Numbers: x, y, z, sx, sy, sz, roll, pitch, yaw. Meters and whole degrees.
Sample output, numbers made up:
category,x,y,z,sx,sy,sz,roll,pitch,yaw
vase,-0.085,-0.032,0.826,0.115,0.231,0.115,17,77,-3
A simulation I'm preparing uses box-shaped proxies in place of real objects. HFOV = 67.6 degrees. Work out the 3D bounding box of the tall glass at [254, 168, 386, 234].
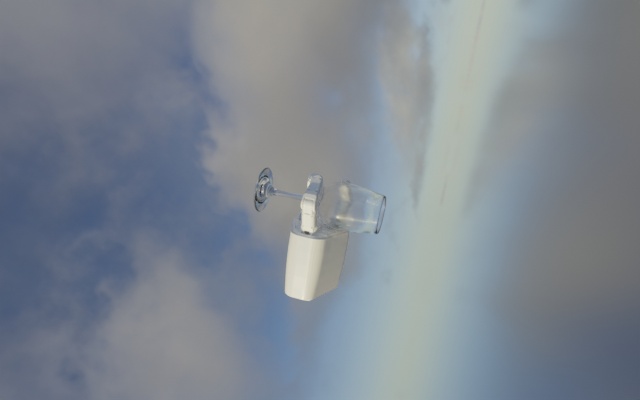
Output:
category,x,y,z,sx,sy,sz,roll,pitch,yaw
tall glass,-0.001,0.002,0.762,0.201,0.079,0.079,12,3,14
